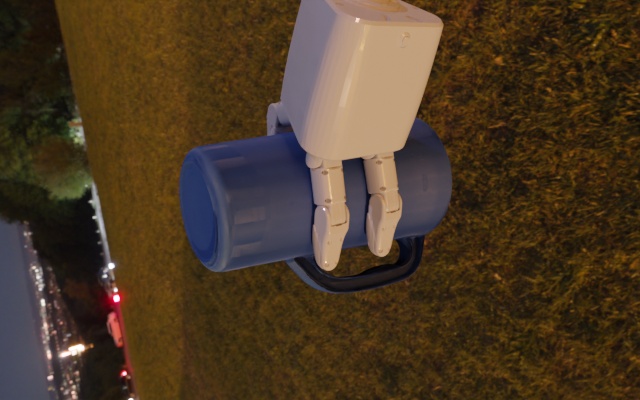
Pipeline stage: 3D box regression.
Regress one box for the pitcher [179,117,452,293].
[{"bbox_3d":[0.000,0.001,0.460,0.243,0.145,0.149,-11,44,-32],"label":"pitcher"}]
